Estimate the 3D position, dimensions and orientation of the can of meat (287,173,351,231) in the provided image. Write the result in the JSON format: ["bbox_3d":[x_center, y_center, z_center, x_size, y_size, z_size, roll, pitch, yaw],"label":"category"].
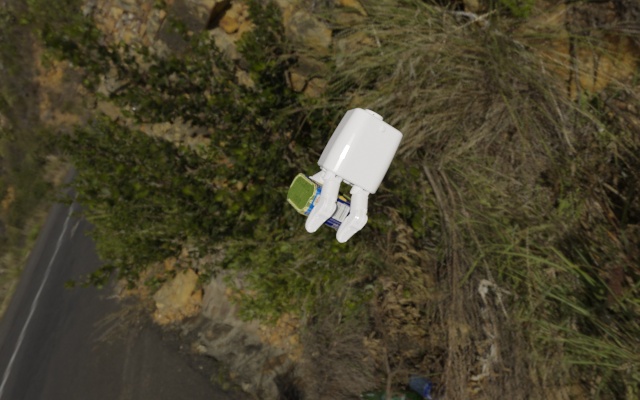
[{"bbox_3d":[0.000,0.002,0.781,0.084,0.057,0.102,26,6,-26],"label":"can of meat"}]
